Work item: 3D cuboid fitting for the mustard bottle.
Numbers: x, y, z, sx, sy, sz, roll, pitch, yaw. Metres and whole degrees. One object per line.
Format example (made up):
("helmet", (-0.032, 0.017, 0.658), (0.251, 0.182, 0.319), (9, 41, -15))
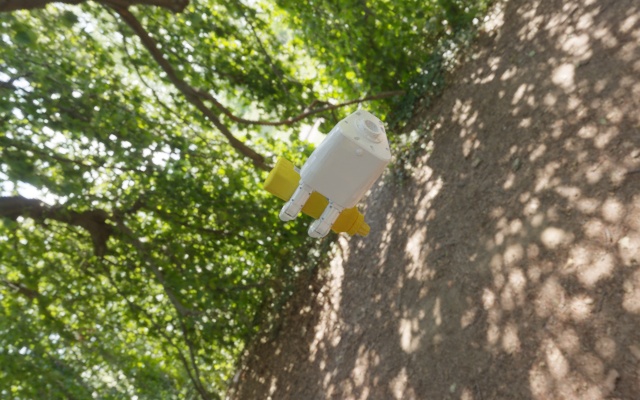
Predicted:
("mustard bottle", (0.000, 0.003, 0.792), (0.191, 0.058, 0.096), (32, 11, -10))
